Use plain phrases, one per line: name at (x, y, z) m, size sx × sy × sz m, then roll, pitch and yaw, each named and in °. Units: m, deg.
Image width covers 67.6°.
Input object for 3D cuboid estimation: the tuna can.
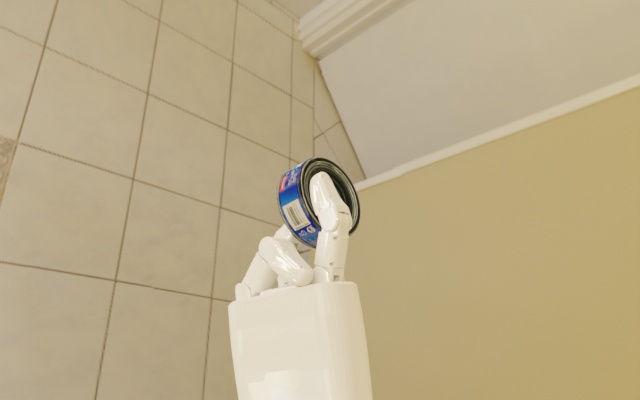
tuna can at (0.000, 0.001, 0.467) m, size 0.034 × 0.086 × 0.086 m, roll -27°, pitch -18°, yaw 38°
